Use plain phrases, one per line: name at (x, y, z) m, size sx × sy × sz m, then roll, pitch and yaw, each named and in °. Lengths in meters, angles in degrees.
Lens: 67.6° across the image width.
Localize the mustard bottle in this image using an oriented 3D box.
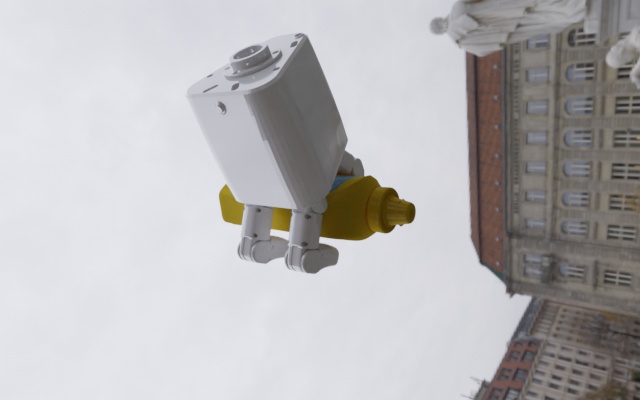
mustard bottle at (0.000, 0.002, 0.459) m, size 0.191 × 0.058 × 0.096 m, roll 6°, pitch 19°, yaw 36°
